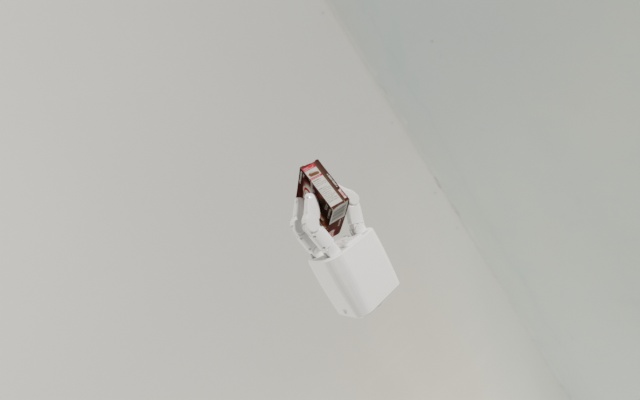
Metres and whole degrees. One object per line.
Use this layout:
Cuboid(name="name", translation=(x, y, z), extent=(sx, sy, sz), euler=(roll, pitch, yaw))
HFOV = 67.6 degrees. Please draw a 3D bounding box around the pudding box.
Cuboid(name="pudding box", translation=(0.000, 0.002, 0.764), extent=(0.039, 0.090, 0.114), euler=(-28, -24, -24))
